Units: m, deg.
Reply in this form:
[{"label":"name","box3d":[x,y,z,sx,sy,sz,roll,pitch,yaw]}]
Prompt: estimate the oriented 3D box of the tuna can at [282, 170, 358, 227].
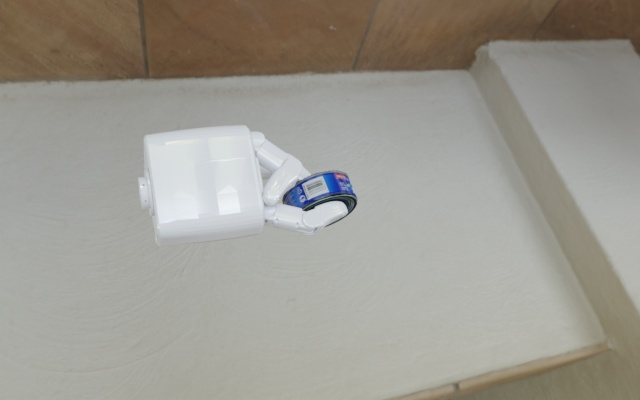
[{"label":"tuna can","box3d":[0.000,0.002,0.569,0.086,0.033,0.086,-18,-25,-9]}]
